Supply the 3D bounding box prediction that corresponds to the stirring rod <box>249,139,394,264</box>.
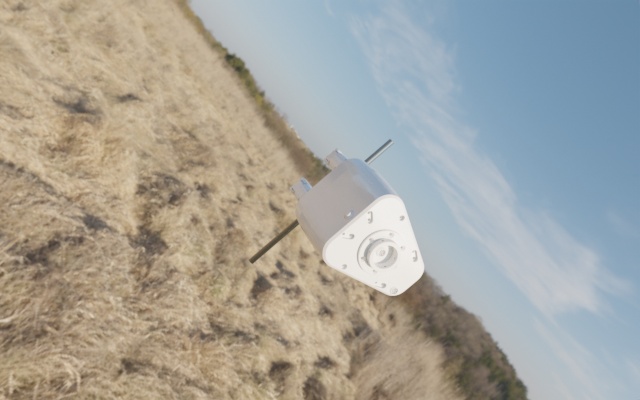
[{"bbox_3d":[0.000,0.002,0.618,0.239,0.011,0.011,-41,-3,3],"label":"stirring rod"}]
